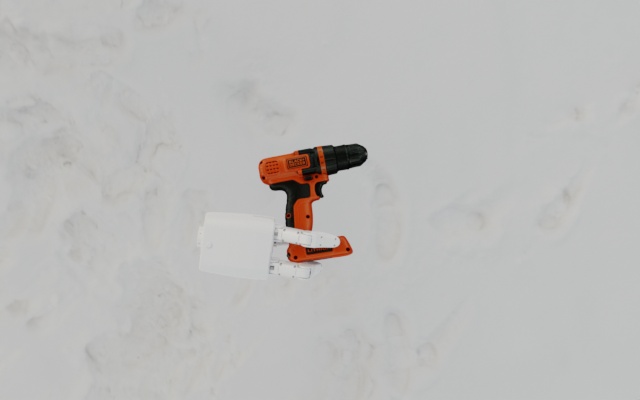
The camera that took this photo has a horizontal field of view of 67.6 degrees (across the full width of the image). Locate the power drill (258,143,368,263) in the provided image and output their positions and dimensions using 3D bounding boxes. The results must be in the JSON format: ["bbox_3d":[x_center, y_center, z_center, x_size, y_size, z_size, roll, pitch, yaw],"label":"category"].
[{"bbox_3d":[0.000,0.003,0.787,0.184,0.187,0.057,-10,-12,1],"label":"power drill"}]
